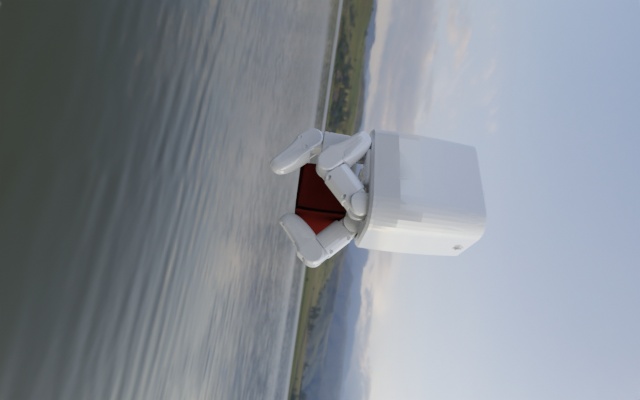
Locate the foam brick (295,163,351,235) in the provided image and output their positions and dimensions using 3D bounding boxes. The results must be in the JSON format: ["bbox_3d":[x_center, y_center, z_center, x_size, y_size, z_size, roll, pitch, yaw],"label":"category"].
[{"bbox_3d":[0.000,0.002,0.506,0.051,0.053,0.078,7,-21,-2],"label":"foam brick"}]
